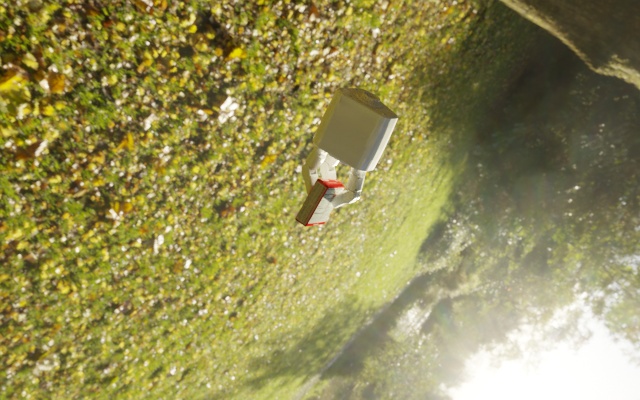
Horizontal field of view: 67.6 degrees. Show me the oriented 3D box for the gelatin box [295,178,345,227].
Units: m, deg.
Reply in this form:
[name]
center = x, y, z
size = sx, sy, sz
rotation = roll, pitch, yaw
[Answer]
[gelatin box]
center = 0.000, 0.003, 0.874
size = 0.030, 0.089, 0.073
rotation = 35, 17, 22
